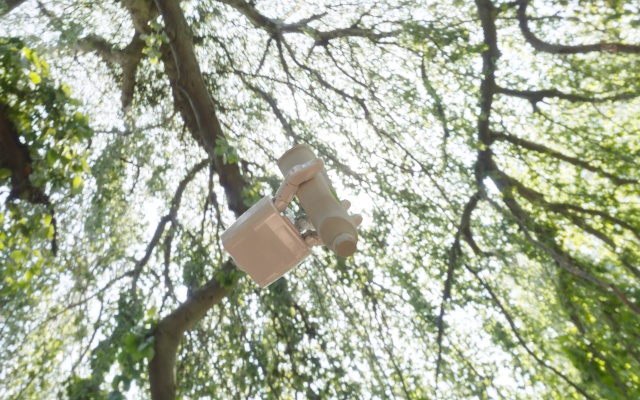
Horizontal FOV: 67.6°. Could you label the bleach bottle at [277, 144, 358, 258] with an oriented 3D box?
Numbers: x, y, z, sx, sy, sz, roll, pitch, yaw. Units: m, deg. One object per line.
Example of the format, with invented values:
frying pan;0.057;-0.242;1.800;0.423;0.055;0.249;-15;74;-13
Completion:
bleach bottle;0.000;0.002;0.750;0.068;0.103;0.250;-37;31;5
